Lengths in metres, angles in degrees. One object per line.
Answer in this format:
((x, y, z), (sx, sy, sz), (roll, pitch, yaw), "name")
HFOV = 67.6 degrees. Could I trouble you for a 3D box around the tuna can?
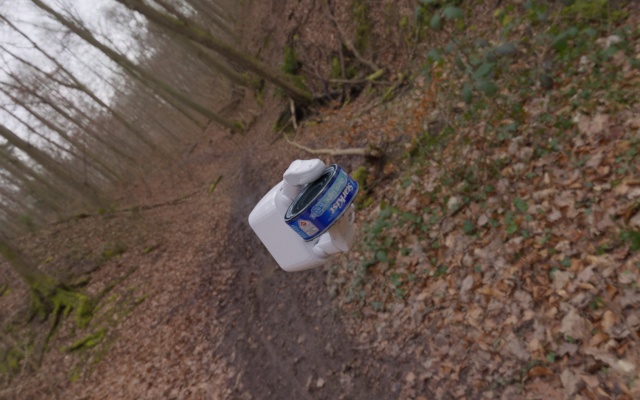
((0.000, 0.001, 0.516), (0.034, 0.086, 0.086), (43, -12, -13), "tuna can")
